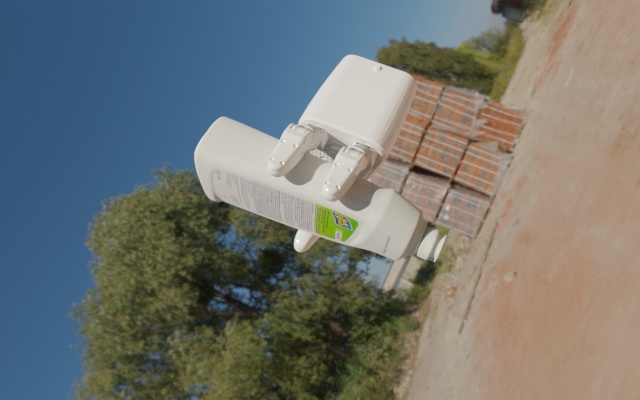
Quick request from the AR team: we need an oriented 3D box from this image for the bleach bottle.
[{"bbox_3d":[0.000,0.002,0.481,0.251,0.068,0.103,23,-26,12],"label":"bleach bottle"}]
